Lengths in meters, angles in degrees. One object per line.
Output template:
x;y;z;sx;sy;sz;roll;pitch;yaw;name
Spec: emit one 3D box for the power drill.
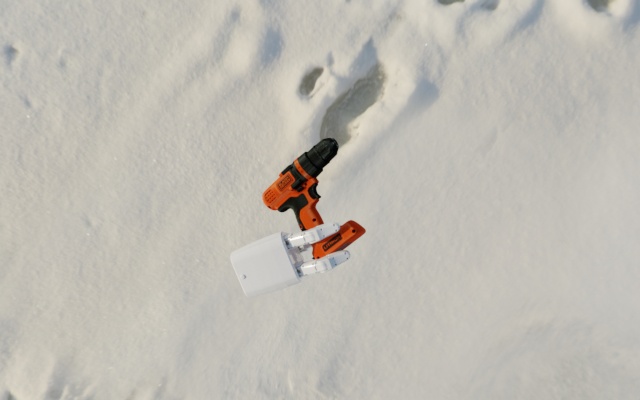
0.000;0.003;0.876;0.184;0.187;0.057;-42;-19;21;power drill
